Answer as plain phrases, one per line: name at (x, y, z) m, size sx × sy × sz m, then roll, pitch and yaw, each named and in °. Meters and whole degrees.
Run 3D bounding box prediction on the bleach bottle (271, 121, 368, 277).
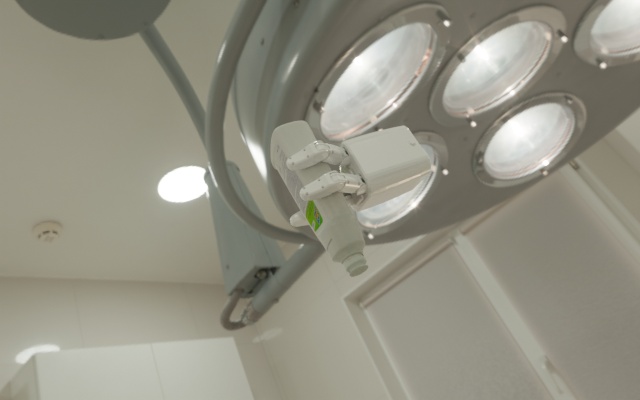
bleach bottle at (0.000, 0.002, 0.704) m, size 0.068 × 0.250 × 0.103 m, roll -18°, pitch -31°, yaw -16°
